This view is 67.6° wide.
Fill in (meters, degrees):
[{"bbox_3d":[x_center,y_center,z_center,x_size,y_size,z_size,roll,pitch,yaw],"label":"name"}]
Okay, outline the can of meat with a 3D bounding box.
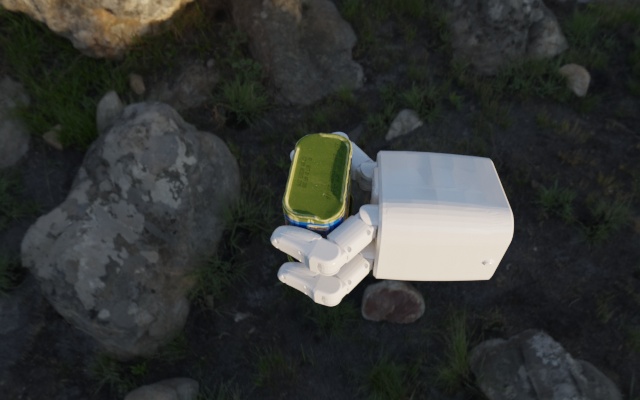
[{"bbox_3d":[0.000,0.001,0.436,0.057,0.102,0.084,5,-36,6],"label":"can of meat"}]
